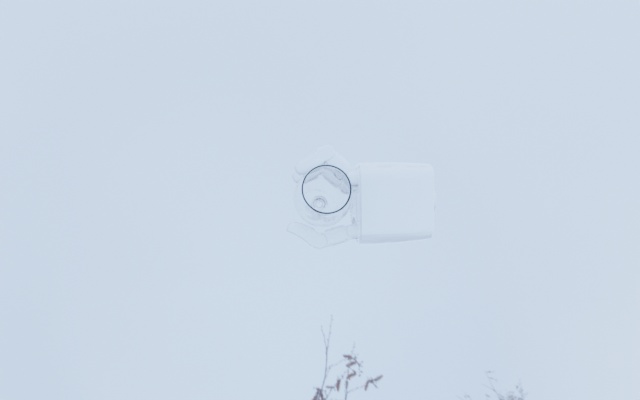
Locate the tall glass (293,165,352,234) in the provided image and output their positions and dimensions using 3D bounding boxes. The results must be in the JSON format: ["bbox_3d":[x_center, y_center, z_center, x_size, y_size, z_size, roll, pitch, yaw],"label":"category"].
[{"bbox_3d":[0.000,0.002,0.679,0.079,0.079,0.201,0,-9,-4],"label":"tall glass"}]
